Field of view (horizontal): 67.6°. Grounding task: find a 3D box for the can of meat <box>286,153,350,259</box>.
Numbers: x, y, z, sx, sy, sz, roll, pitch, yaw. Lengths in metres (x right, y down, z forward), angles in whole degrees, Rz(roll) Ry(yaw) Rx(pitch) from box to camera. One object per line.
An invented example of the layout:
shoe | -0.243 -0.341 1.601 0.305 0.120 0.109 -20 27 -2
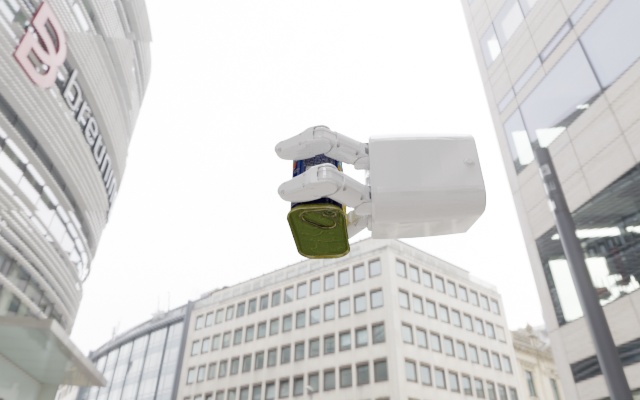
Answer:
can of meat | 0.000 0.001 0.507 0.057 0.084 0.102 -3 -35 6
